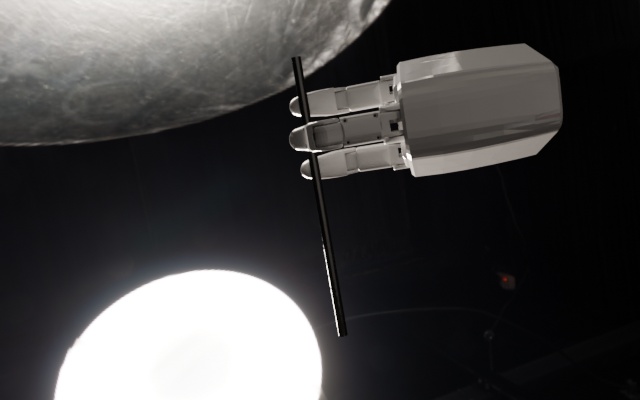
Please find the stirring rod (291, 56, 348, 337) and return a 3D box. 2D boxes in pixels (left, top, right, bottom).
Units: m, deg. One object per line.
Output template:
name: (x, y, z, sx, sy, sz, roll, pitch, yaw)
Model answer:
stirring rod: (0.000, 0.001, 0.404, 0.011, 0.239, 0.011, -9, 8, 1)
